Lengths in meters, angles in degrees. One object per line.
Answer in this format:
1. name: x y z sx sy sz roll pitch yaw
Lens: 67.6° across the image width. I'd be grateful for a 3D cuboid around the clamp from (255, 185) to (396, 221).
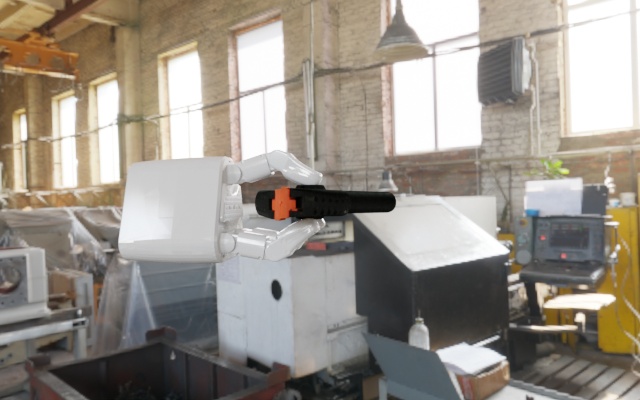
1. clamp: 0.000 0.001 0.501 0.164 0.036 0.210 0 0 6
